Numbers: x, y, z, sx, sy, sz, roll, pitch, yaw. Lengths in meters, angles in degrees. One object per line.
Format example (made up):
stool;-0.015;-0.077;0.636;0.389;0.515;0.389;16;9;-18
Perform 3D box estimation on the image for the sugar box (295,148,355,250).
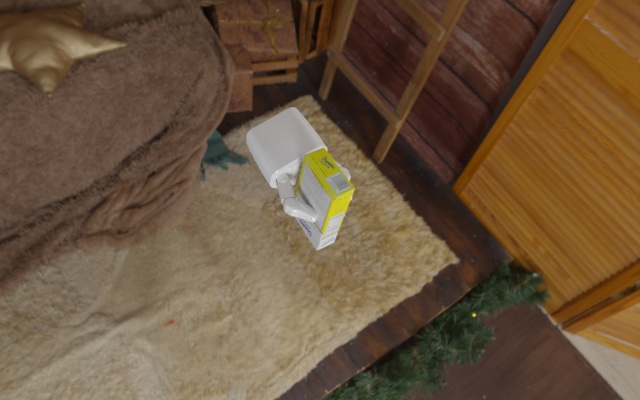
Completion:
sugar box;0.001;0.002;0.813;0.048;0.093;0.176;-25;-24;-21
